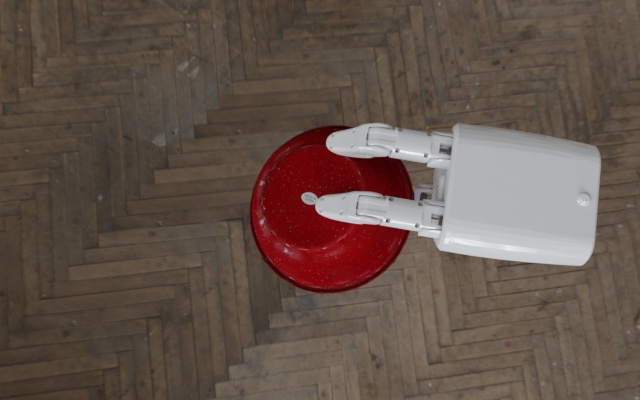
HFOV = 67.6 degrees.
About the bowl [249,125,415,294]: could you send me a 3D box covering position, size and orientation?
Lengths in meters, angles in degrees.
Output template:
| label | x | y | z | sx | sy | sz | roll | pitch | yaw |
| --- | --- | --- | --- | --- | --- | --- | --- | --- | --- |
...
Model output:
| label | x | y | z | sx | sy | sz | roll | pitch | yaw |
| --- | --- | --- | --- | --- | --- | --- | --- | --- | --- |
| bowl | -0.001 | 0.002 | 0.428 | 0.162 | 0.162 | 0.055 | 0 | -11 | 17 |
